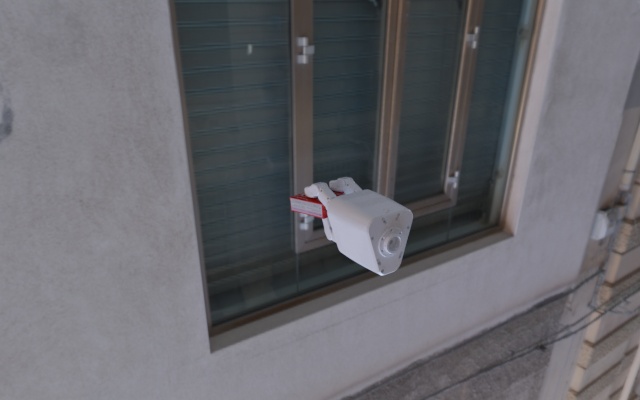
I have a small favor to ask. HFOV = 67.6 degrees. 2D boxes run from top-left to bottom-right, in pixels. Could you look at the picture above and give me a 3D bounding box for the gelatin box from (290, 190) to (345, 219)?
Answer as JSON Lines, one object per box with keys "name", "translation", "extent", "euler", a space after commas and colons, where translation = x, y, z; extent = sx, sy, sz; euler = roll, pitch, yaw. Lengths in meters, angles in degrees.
{"name": "gelatin box", "translation": [0.000, 0.003, 0.872], "extent": [0.073, 0.030, 0.089], "euler": [-20, 22, -41]}
